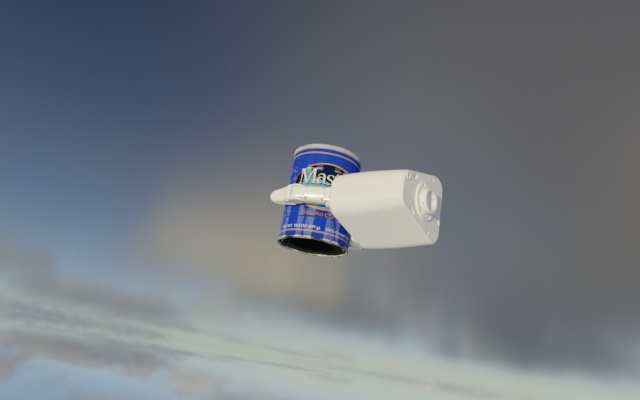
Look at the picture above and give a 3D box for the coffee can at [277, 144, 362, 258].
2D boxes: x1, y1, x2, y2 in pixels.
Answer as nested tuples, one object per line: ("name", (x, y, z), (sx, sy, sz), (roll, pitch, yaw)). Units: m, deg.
("coffee can", (0.000, 0.002, 0.700), (0.103, 0.140, 0.103), (9, -19, 3))
